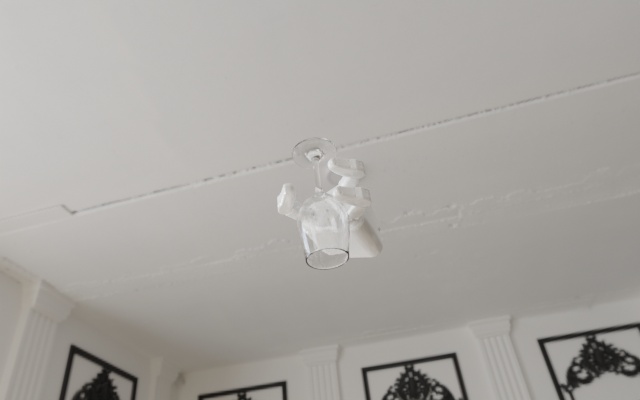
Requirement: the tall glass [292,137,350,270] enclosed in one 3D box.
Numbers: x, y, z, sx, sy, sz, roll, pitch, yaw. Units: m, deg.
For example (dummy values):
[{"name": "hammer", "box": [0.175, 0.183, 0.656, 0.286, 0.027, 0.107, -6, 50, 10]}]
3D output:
[{"name": "tall glass", "box": [0.000, 0.002, 0.725, 0.079, 0.200, 0.079, -4, -36, -3]}]
